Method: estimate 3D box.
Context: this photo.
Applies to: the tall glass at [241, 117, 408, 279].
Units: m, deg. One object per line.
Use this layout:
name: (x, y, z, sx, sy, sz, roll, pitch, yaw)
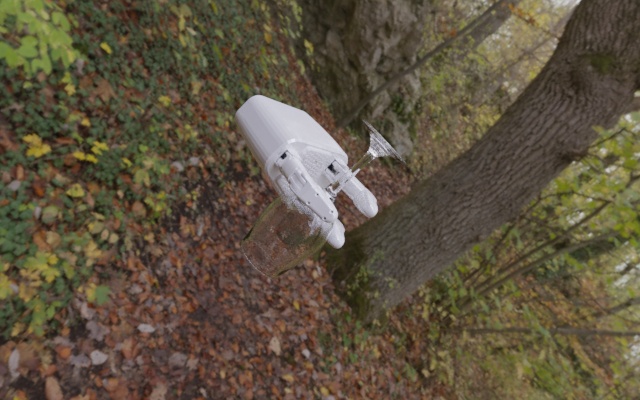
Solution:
tall glass: (0.001, 0.001, 0.545, 0.201, 0.079, 0.079, -43, -9, 9)
